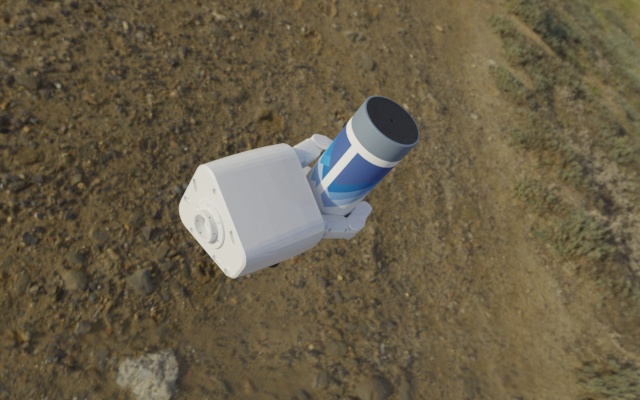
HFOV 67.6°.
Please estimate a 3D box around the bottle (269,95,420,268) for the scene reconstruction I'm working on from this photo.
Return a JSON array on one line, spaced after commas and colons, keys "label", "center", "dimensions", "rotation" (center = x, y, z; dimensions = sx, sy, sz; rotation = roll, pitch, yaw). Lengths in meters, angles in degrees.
[{"label": "bottle", "center": [0.000, 0.002, 0.569], "dimensions": [0.069, 0.069, 0.296], "rotation": [0, -33, -35]}]
